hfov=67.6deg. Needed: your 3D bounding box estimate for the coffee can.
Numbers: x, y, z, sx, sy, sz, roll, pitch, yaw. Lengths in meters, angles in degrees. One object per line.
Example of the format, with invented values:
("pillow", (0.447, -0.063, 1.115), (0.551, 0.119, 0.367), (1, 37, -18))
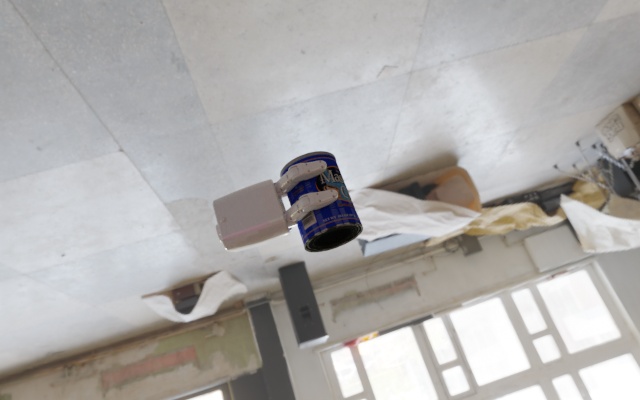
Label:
("coffee can", (0.000, 0.002, 0.806), (0.103, 0.140, 0.103), (-17, -23, -8))
